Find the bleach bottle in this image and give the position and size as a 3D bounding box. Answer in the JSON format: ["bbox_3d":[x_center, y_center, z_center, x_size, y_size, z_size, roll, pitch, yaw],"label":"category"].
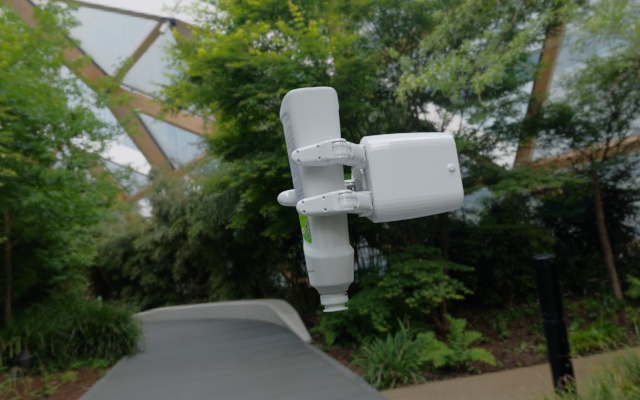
[{"bbox_3d":[0.000,0.002,0.564,0.068,0.251,0.102,-6,-8,-8],"label":"bleach bottle"}]
